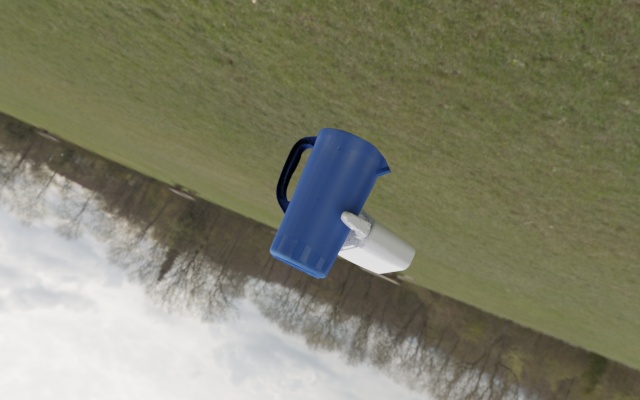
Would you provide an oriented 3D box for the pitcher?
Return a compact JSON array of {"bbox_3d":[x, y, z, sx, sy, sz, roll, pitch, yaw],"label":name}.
[{"bbox_3d":[0.000,0.003,0.839,0.145,0.243,0.149,30,-11,-23],"label":"pitcher"}]
